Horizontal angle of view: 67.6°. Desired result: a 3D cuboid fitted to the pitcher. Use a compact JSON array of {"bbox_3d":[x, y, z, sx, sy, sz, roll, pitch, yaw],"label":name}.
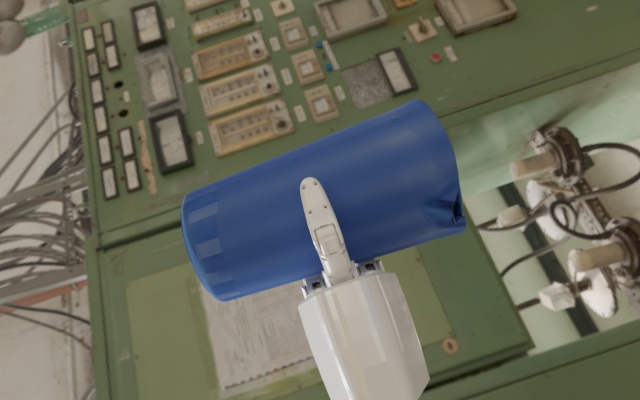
[{"bbox_3d":[0.000,0.002,0.459,0.243,0.145,0.149,-19,-14,-1],"label":"pitcher"}]
